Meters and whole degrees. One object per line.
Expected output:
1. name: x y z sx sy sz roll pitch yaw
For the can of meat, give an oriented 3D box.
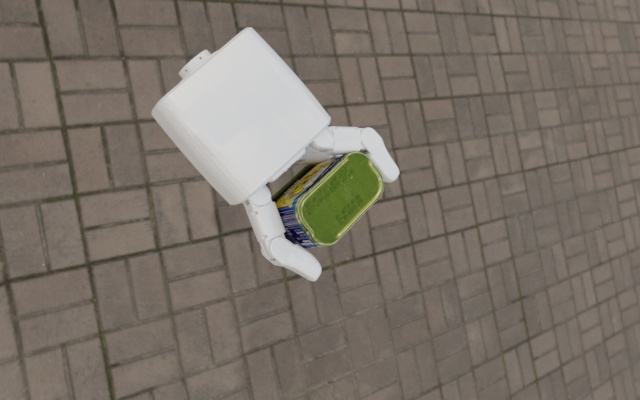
1. can of meat: 0.000 0.002 0.457 0.102 0.057 0.084 -44 15 -27
